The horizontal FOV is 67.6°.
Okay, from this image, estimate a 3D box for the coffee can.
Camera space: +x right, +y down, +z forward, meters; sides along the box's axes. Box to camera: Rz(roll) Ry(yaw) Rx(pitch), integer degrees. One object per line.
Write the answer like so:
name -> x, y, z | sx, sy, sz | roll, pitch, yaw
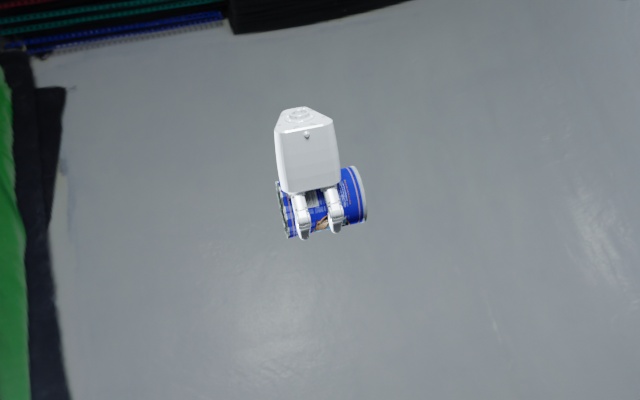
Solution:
coffee can -> 0.000, 0.003, 0.837 | 0.140, 0.103, 0.103 | -12, 2, -8
